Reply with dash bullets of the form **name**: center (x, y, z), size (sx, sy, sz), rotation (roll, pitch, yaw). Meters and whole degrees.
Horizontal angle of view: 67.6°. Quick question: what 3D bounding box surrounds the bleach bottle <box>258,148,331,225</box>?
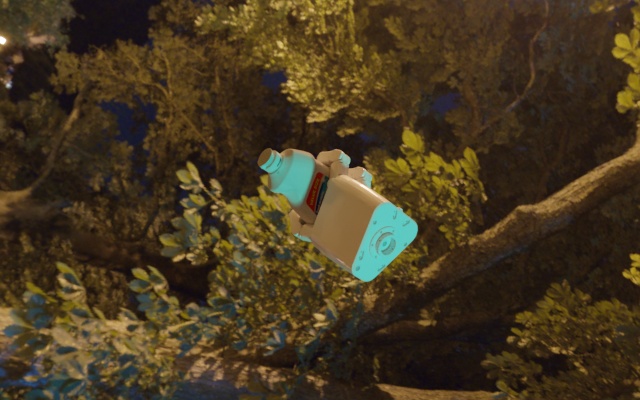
- **bleach bottle**: center (0.000, 0.002, 0.737), size (0.251, 0.102, 0.068), rotation (34, 0, -38)
